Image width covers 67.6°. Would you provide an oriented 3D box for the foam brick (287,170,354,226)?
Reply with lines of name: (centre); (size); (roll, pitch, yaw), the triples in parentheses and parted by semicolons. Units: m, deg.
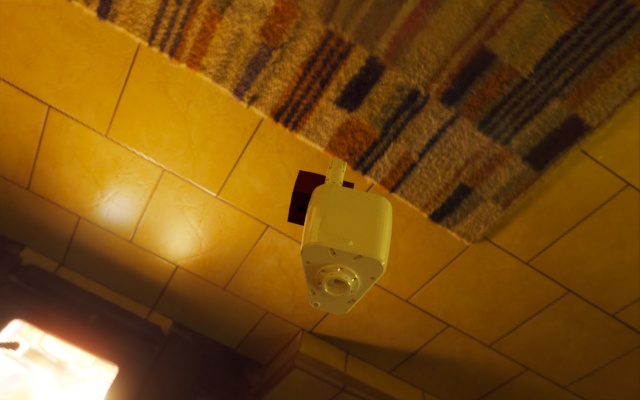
foam brick: (0.000, 0.002, 0.623); (0.078, 0.053, 0.051); (13, 38, 0)
